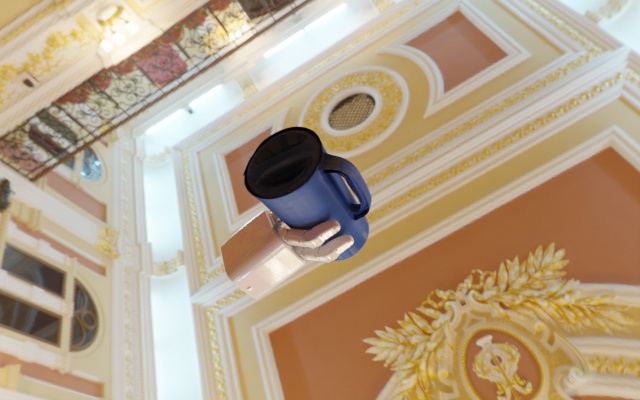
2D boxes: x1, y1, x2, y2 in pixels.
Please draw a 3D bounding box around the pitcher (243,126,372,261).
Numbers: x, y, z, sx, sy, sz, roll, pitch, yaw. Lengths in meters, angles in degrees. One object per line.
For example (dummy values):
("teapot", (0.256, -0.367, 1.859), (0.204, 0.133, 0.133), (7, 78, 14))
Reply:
("pitcher", (0.000, 0.003, 0.785), (0.149, 0.145, 0.243), (51, 1, 43))
